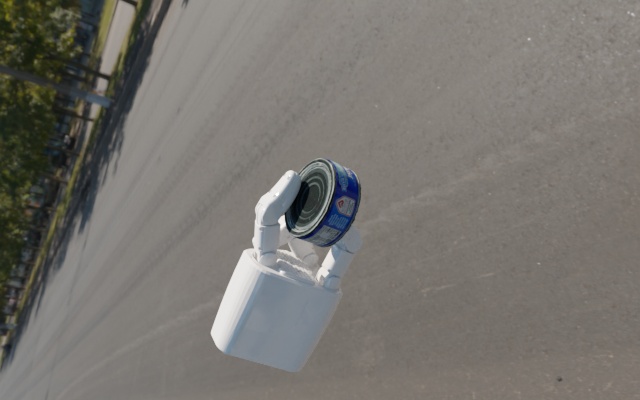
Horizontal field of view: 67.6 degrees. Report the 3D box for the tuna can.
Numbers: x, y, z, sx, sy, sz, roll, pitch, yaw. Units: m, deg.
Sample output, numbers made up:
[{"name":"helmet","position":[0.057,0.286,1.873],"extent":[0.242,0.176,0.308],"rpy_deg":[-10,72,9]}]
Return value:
[{"name":"tuna can","position":[0.000,0.001,0.481],"extent":[0.034,0.086,0.086],"rpy_deg":[22,-12,-32]}]
